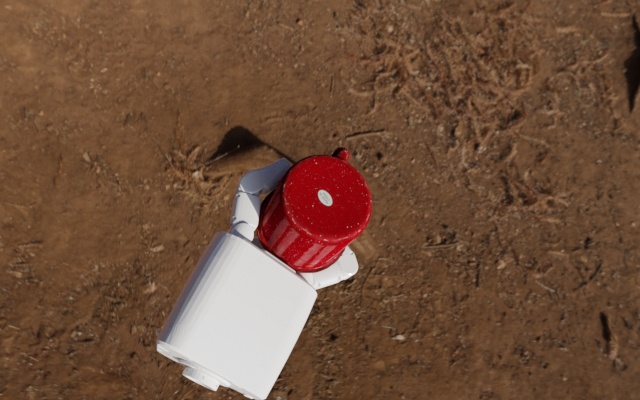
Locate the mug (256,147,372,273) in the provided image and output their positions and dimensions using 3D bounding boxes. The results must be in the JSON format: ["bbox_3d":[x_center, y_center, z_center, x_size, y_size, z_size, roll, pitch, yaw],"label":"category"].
[{"bbox_3d":[0.001,0.000,0.434,0.093,0.117,0.081,29,-27,-5],"label":"mug"}]
